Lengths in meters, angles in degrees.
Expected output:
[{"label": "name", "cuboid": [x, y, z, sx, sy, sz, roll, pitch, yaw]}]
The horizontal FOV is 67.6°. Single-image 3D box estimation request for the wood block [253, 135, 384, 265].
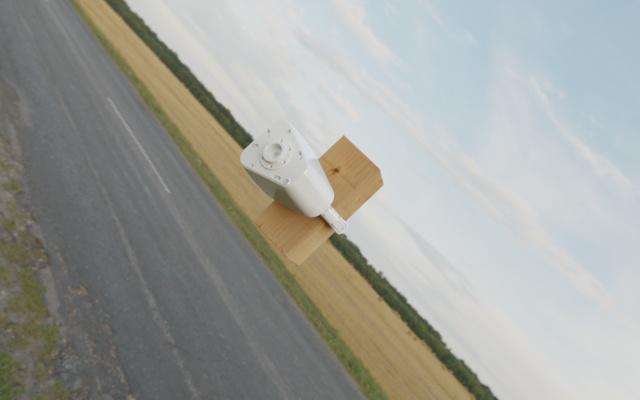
[{"label": "wood block", "cuboid": [0.000, 0.003, 0.810, 0.090, 0.206, 0.090, 46, -3, 19]}]
